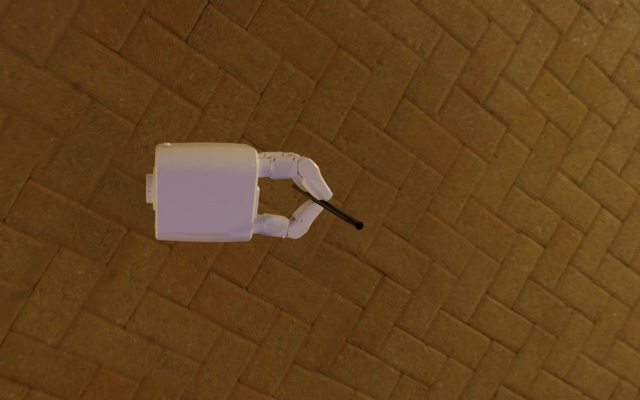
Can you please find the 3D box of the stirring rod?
[{"bbox_3d":[0.000,0.002,0.557,0.011,0.011,0.239,0,10,-18],"label":"stirring rod"}]
